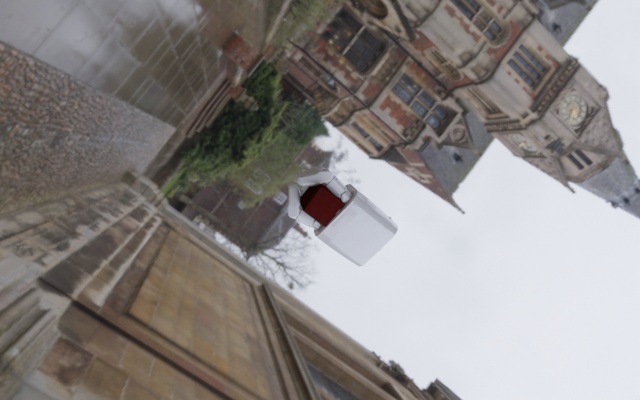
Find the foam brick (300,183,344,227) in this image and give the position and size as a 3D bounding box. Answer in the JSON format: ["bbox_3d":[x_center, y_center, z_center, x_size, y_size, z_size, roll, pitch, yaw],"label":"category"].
[{"bbox_3d":[0.000,0.003,0.822,0.051,0.053,0.078,38,5,-14],"label":"foam brick"}]
